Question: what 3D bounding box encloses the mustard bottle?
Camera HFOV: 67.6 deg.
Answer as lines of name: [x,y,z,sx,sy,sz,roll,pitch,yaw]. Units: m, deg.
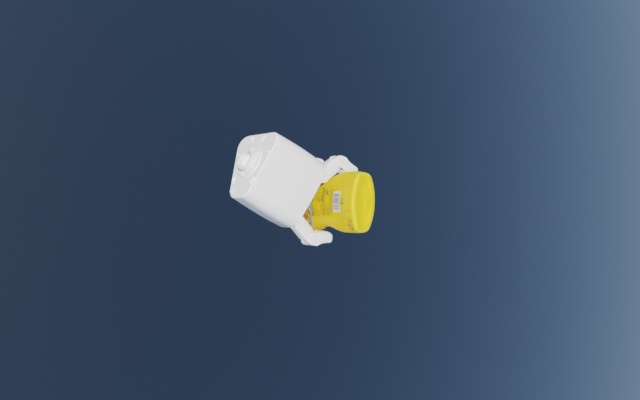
mustard bottle: [0.001,0.003,0.801,0.191,0.096,0.058,0,-1,45]
